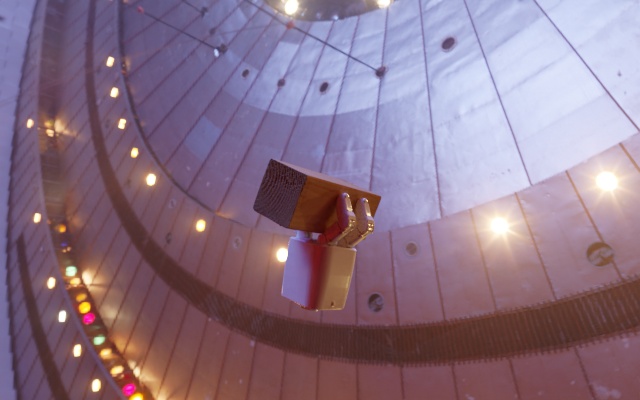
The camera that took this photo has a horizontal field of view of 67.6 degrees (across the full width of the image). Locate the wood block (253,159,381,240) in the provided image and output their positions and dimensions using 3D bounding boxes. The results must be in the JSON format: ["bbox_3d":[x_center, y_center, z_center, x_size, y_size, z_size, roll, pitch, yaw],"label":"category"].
[{"bbox_3d":[0.000,0.003,0.812,0.090,0.090,0.206,25,8,39],"label":"wood block"}]
